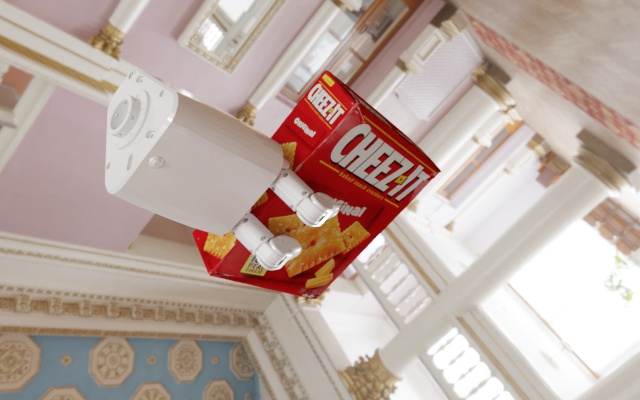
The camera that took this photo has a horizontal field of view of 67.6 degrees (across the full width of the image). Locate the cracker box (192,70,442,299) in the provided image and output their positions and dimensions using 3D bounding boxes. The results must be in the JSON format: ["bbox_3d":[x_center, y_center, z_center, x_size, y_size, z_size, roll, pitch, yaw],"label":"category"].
[{"bbox_3d":[0.000,0.002,0.497,0.164,0.214,0.072,26,22,-46],"label":"cracker box"}]
